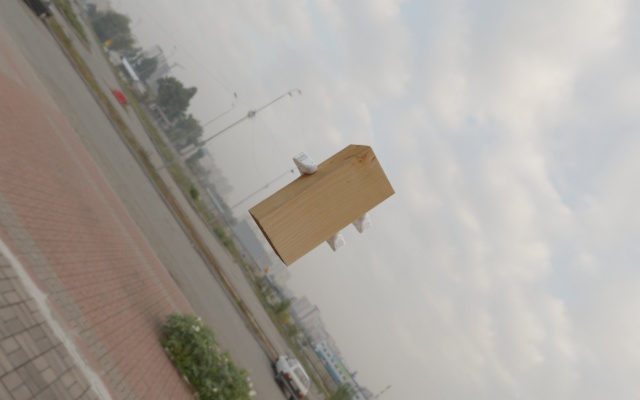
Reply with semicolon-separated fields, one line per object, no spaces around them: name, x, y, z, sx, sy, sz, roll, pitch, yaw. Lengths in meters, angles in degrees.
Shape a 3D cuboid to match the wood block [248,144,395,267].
wood block;0.000;0.002;0.763;0.206;0.091;0.090;-34;17;-10
